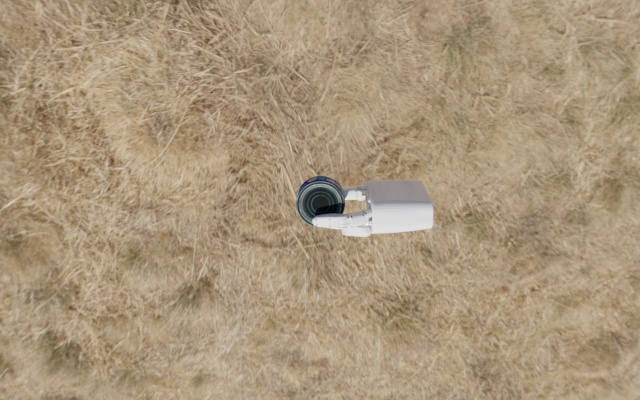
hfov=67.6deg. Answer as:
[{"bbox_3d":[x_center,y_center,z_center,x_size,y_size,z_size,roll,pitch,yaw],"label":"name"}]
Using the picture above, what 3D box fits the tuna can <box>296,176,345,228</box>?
[{"bbox_3d":[0.000,0.003,0.826,0.086,0.086,0.033,0,16,1],"label":"tuna can"}]
